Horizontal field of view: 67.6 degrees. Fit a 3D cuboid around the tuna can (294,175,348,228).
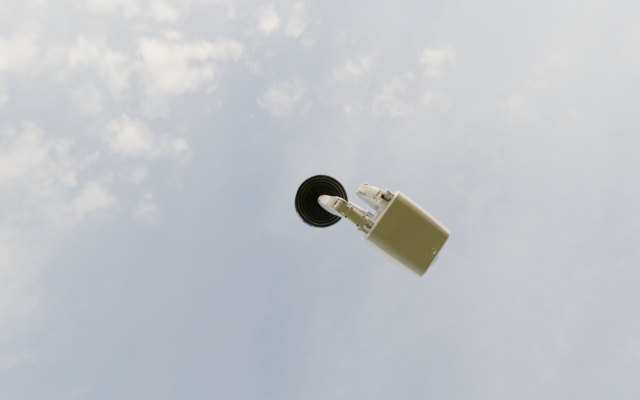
[{"bbox_3d":[0.000,0.003,0.778,0.086,0.086,0.034,0,-6,-7],"label":"tuna can"}]
